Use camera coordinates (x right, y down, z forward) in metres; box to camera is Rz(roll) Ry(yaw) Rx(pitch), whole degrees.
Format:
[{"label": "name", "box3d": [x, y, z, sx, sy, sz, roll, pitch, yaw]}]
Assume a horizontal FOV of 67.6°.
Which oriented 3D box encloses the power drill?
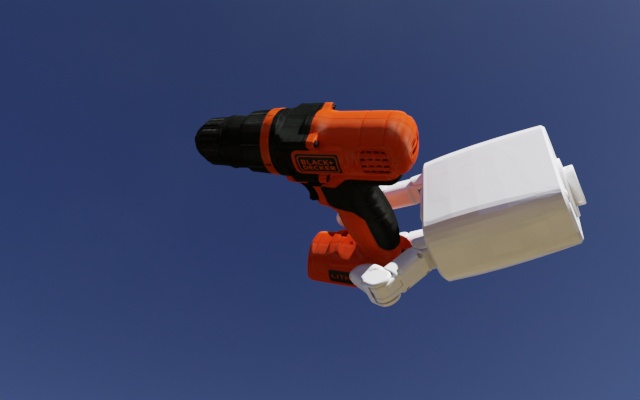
[{"label": "power drill", "box3d": [0.000, 0.002, 0.413, 0.184, 0.057, 0.188, 5, -39, 25]}]
